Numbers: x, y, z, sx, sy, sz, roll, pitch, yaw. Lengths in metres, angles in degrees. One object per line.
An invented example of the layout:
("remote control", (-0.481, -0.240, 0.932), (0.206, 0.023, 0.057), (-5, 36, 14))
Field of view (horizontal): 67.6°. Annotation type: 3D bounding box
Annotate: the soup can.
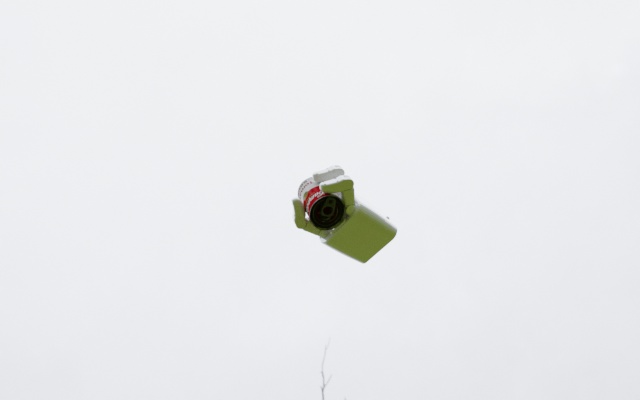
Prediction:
("soup can", (0.000, 0.003, 0.887), (0.068, 0.068, 0.102), (0, 23, -17))
